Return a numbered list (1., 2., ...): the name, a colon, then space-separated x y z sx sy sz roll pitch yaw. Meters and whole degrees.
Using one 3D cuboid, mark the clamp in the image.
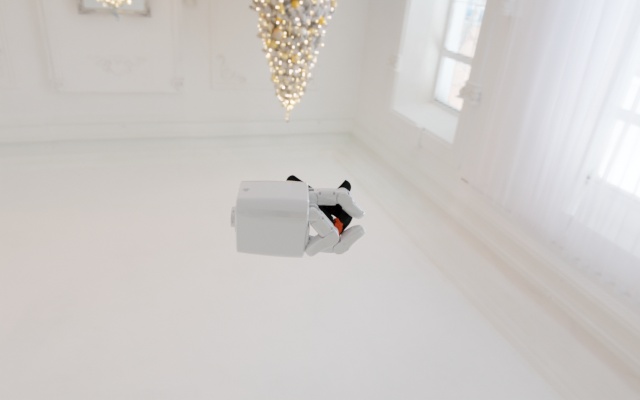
1. clamp: 0.000 0.003 0.808 0.120 0.039 0.171 3 26 -5
